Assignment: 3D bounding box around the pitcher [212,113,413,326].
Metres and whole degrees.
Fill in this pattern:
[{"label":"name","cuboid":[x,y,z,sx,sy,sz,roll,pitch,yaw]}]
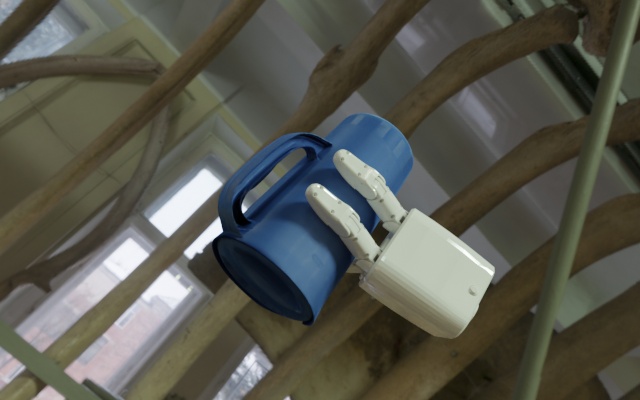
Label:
[{"label":"pitcher","cuboid":[0.000,0.002,0.537,0.145,0.242,0.149,36,-30,8]}]
